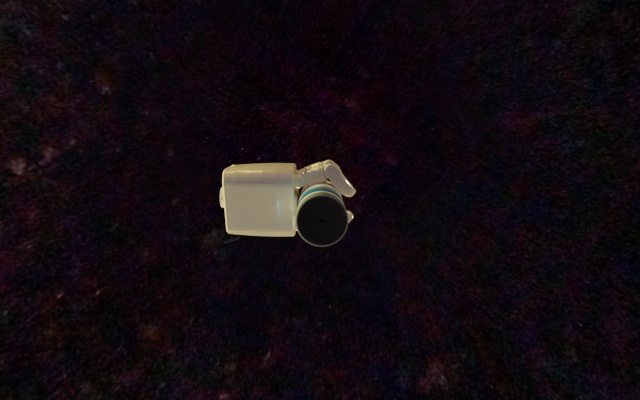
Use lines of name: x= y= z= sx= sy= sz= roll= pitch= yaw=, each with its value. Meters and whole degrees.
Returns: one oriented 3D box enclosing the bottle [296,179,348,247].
bottle: x=0.000 y=0.002 z=0.741 sx=0.069 sy=0.069 sz=0.295 roll=0 pitch=9 yaw=-1
